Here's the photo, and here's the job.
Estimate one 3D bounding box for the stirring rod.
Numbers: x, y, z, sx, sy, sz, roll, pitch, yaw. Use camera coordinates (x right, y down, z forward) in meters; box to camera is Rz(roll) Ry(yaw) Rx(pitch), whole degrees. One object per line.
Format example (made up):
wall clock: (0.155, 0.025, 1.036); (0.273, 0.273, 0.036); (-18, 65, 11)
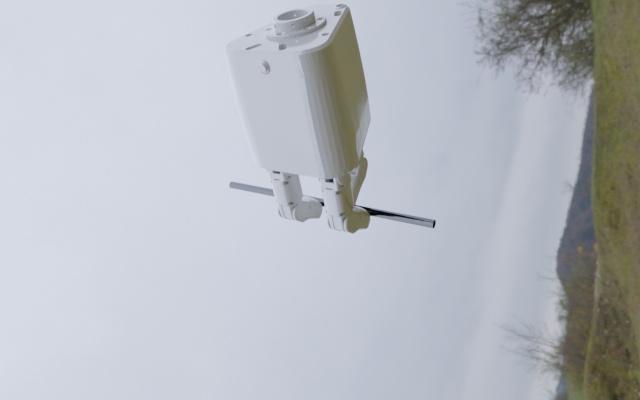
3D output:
stirring rod: (0.000, 0.002, 0.489); (0.239, 0.011, 0.011); (11, 5, 30)
